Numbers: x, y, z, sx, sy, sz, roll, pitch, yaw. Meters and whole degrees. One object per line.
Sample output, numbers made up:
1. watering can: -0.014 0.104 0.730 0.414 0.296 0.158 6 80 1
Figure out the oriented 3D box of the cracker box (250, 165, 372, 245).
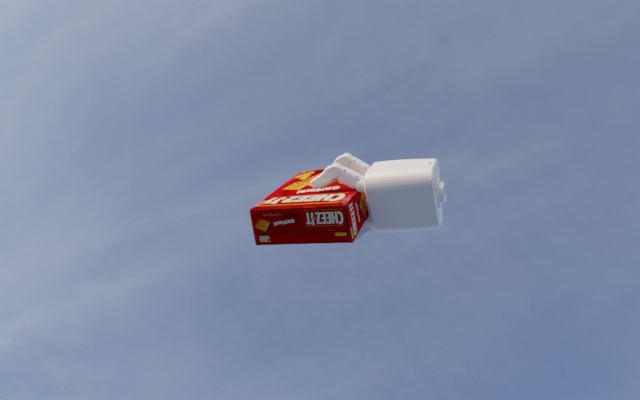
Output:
1. cracker box: 0.000 0.003 0.819 0.164 0.072 0.213 -4 17 21
